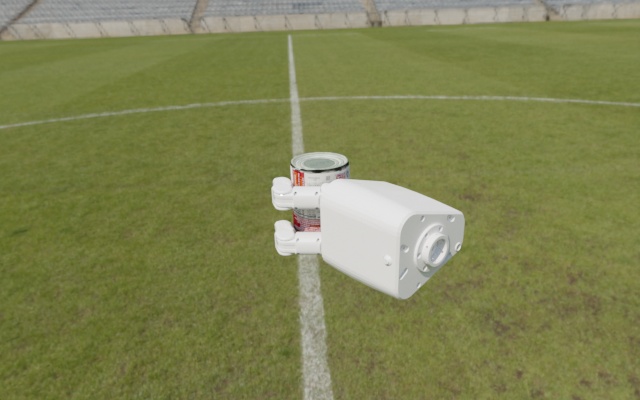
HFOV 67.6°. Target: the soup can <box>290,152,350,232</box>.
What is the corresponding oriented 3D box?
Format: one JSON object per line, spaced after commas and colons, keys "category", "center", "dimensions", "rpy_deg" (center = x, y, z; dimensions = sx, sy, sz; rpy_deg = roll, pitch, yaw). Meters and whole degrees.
{"category": "soup can", "center": [0.000, 0.001, 0.556], "dimensions": [0.068, 0.102, 0.068], "rpy_deg": [-1, 23, 1]}
